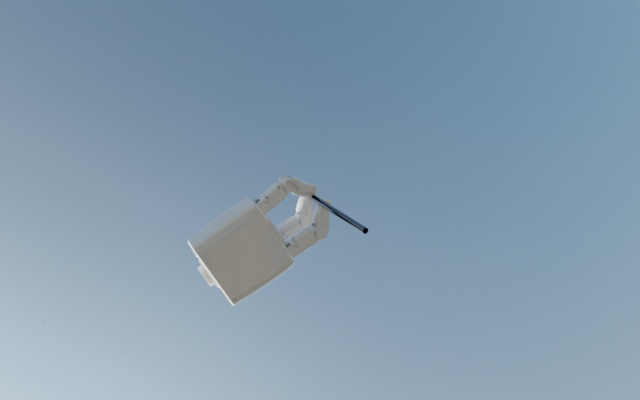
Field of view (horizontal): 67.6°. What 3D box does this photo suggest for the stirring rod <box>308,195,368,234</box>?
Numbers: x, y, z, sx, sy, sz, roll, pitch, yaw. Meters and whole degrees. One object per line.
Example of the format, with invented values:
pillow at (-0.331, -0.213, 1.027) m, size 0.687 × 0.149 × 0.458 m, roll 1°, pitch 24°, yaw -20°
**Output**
stirring rod at (0.000, 0.002, 0.682) m, size 0.011 × 0.011 × 0.239 m, roll 0°, pitch 17°, yaw -28°
